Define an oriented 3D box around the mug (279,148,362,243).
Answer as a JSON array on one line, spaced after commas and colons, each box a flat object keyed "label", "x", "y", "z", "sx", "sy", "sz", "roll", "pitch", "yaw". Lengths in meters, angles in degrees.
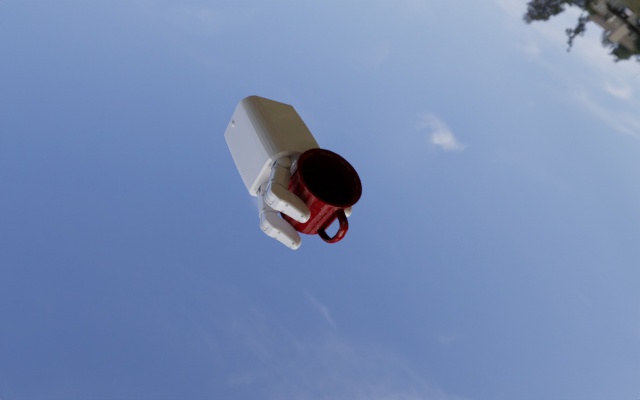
[{"label": "mug", "x": 0.001, "y": 0.003, "z": 0.624, "sx": 0.093, "sy": 0.117, "sz": 0.081, "roll": -11, "pitch": -27, "yaw": -38}]
